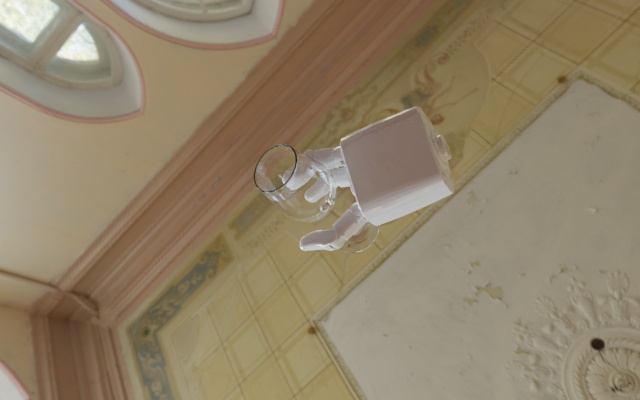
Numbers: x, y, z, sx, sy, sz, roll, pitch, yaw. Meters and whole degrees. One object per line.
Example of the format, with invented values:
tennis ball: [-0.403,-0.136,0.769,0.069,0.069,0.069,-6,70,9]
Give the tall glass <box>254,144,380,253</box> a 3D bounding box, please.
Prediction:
tall glass: [0.000,0.002,0.619,0.079,0.079,0.201,0,-23,35]
